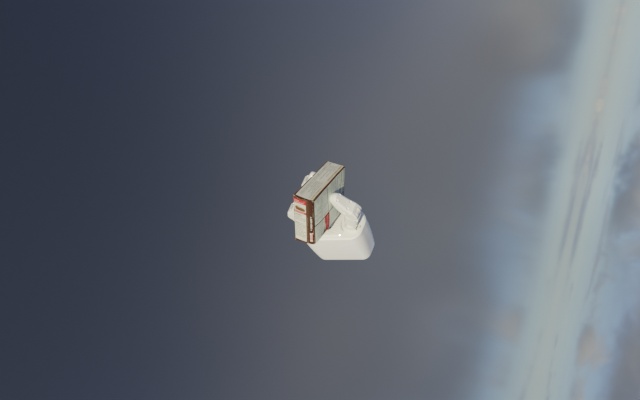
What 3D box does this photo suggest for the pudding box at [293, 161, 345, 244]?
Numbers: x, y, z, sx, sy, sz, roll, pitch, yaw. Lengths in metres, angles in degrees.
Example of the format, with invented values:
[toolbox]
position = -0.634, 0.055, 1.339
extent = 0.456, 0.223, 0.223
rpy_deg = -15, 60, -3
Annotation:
[pudding box]
position = 0.000, 0.003, 0.765
extent = 0.039, 0.090, 0.113
rpy_deg = 15, 39, 22
